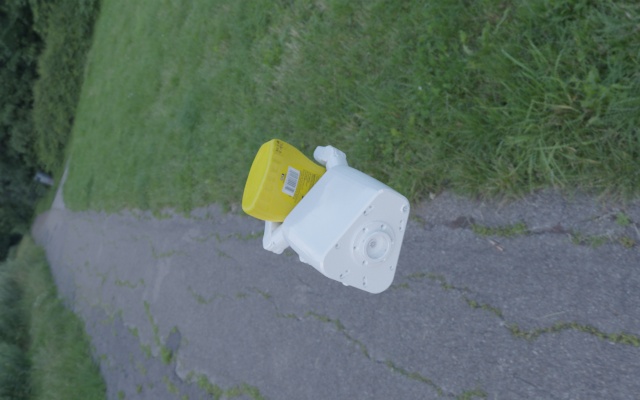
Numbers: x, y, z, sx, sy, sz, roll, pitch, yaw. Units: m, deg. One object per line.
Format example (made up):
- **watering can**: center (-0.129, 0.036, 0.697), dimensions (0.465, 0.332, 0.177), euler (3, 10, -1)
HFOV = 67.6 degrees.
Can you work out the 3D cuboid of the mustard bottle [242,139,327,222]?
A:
- **mustard bottle**: center (0.000, 0.002, 0.615), dimensions (0.192, 0.096, 0.058), euler (24, -20, -28)
